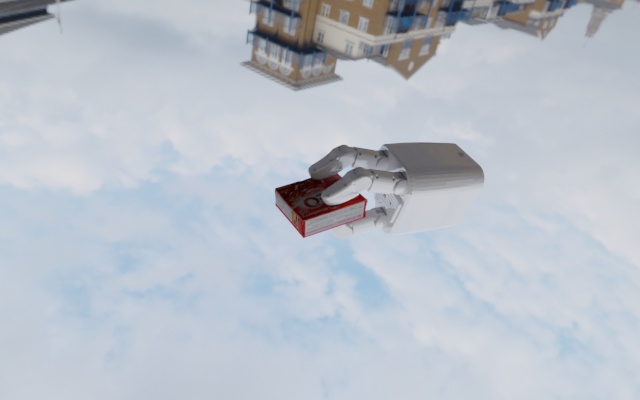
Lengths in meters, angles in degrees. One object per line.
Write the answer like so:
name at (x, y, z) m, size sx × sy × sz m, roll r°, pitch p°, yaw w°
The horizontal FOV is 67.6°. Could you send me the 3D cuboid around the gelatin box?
gelatin box at (0.000, 0.002, 0.574) m, size 0.089 × 0.030 × 0.073 m, roll -18°, pitch 40°, yaw -25°
